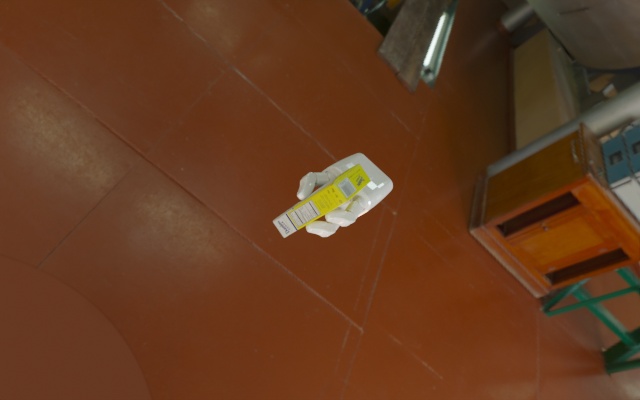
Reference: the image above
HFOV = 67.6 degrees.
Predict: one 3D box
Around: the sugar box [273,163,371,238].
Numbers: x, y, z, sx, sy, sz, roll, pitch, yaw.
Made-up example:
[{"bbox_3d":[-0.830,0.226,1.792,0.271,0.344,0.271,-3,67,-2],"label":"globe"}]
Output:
[{"bbox_3d":[0.001,0.003,0.867,0.176,0.048,0.093,-35,1,42],"label":"sugar box"}]
